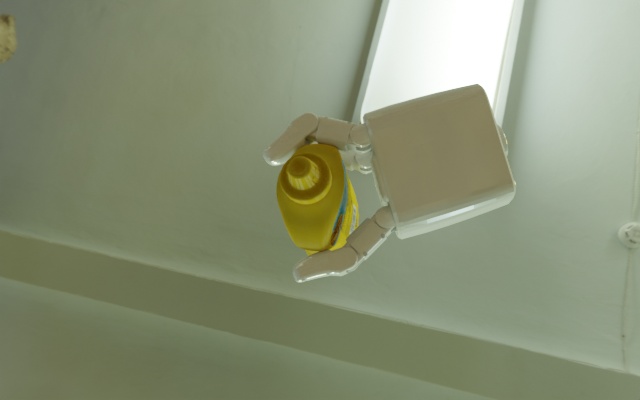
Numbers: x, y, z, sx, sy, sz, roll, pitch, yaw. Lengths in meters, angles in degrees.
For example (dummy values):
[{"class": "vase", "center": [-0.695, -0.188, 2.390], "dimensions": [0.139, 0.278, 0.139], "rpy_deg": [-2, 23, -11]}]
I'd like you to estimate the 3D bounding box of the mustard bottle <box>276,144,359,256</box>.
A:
[{"class": "mustard bottle", "center": [0.000, 0.002, 0.445], "dimensions": [0.058, 0.096, 0.192], "rpy_deg": [7, -15, 11]}]
